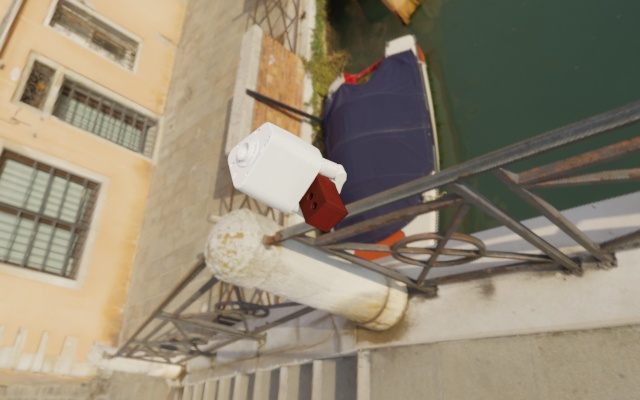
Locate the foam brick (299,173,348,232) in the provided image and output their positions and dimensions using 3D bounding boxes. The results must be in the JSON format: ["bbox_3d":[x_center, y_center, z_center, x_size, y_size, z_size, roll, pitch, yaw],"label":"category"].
[{"bbox_3d":[0.000,0.003,0.777,0.051,0.078,0.053,27,-62,-39],"label":"foam brick"}]
